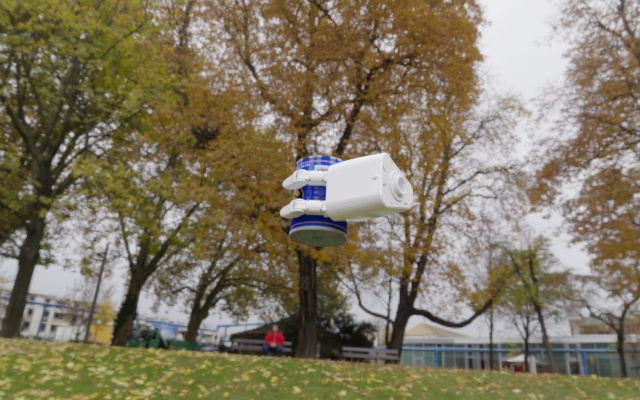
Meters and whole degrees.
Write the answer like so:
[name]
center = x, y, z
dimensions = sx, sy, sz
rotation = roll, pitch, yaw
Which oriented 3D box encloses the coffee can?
[coffee can]
center = 0.000, 0.003, 0.866
dimensions = 0.103, 0.140, 0.103
rotation = 3, -22, 1
